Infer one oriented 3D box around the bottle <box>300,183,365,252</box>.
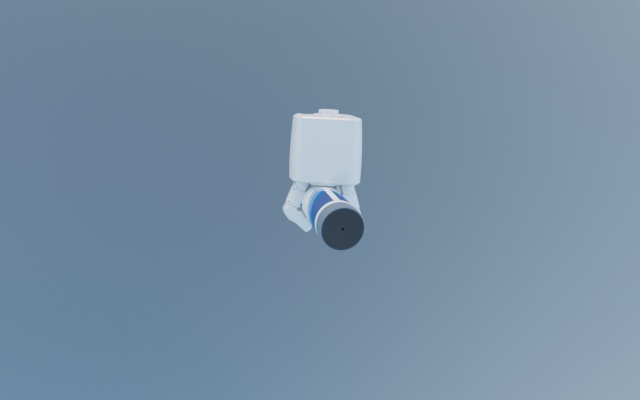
[{"bbox_3d":[0.000,0.003,0.803,0.069,0.069,0.295,0,15,-13],"label":"bottle"}]
